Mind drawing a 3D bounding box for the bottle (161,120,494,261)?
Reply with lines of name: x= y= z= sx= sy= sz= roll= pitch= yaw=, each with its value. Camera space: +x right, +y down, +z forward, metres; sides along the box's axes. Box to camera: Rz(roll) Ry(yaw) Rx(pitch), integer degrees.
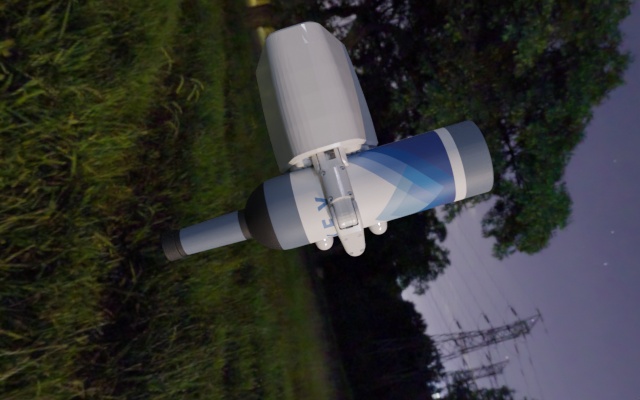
bottle: x=0.000 y=0.001 z=0.433 sx=0.296 sy=0.069 sz=0.069 roll=-16 pitch=-1 yaw=2
